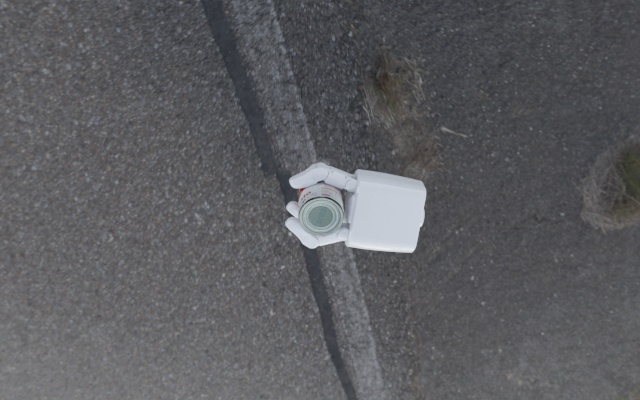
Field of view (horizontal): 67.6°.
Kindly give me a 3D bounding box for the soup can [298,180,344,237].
[{"bbox_3d":[0.000,0.002,0.729,0.068,0.068,0.102,0,27,-1],"label":"soup can"}]
